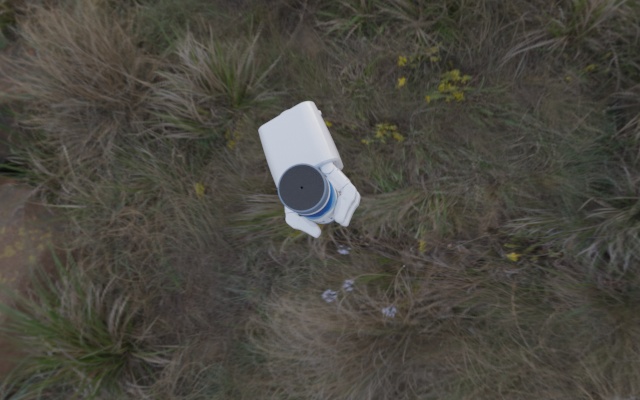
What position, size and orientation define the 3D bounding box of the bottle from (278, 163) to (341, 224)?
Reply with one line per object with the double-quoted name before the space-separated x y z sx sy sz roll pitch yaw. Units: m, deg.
"bottle" 0.000 0.003 0.776 0.069 0.069 0.296 0 -8 10
